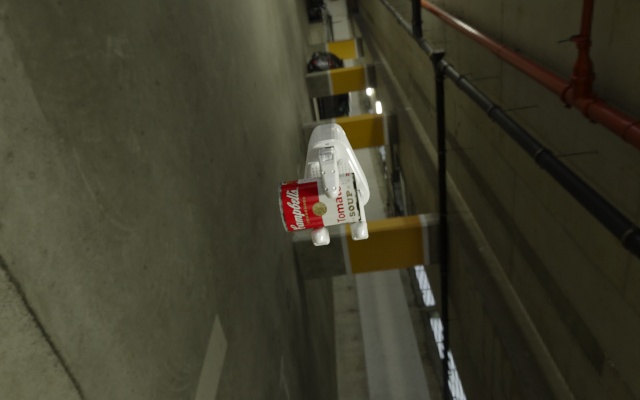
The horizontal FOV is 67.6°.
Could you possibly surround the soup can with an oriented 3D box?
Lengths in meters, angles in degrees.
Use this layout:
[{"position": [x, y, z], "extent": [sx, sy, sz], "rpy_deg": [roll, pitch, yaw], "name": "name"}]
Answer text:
[{"position": [0.000, 0.002, 0.639], "extent": [0.102, 0.068, 0.068], "rpy_deg": [-8, -1, 4], "name": "soup can"}]
